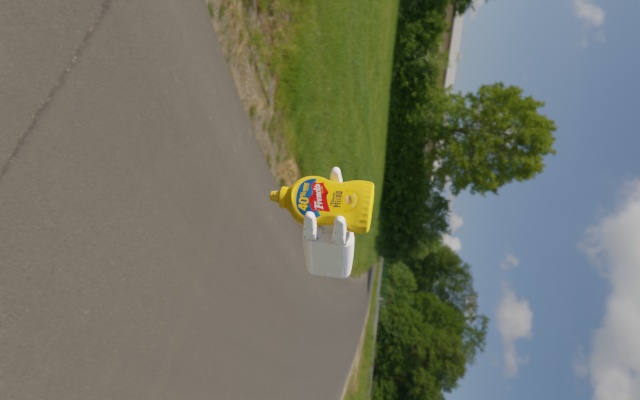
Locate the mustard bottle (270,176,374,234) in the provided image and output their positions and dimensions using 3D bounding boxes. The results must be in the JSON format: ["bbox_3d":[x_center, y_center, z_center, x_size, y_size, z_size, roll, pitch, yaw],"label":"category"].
[{"bbox_3d":[0.000,0.003,0.887,0.191,0.096,0.058,7,-21,9],"label":"mustard bottle"}]
